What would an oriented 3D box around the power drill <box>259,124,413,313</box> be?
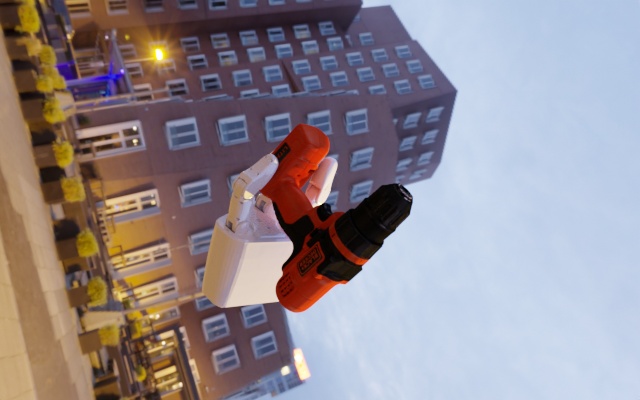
[{"bbox_3d":[0.000,0.002,0.525,0.057,0.187,0.184,24,-58,-41],"label":"power drill"}]
